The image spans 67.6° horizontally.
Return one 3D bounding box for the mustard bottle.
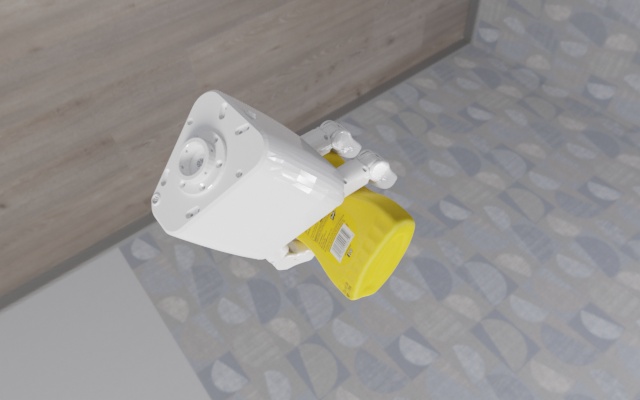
[{"bbox_3d":[0.000,0.002,0.479,0.058,0.096,0.191,-7,41,-45],"label":"mustard bottle"}]
